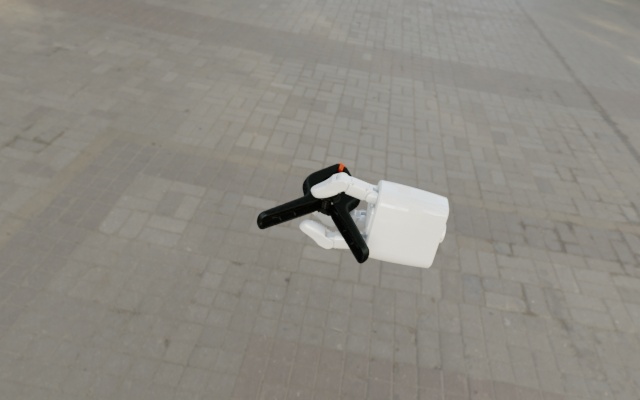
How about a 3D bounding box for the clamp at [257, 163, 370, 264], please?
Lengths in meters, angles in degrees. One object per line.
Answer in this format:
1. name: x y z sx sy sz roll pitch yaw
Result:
1. clamp: 0.001 0.002 0.736 0.164 0.036 0.209 16 37 -2
